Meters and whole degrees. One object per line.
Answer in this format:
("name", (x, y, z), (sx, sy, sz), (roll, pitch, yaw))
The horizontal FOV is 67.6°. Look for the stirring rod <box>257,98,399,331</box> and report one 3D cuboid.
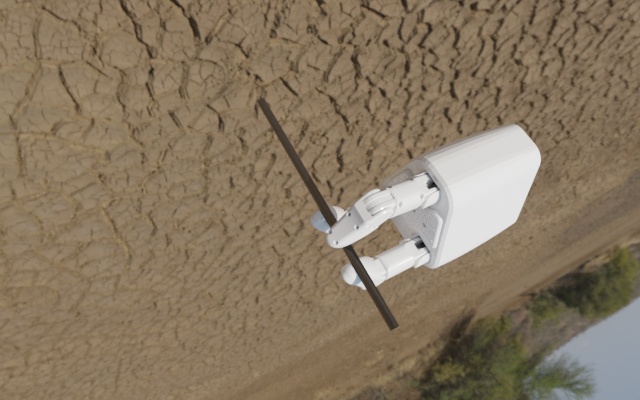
("stirring rod", (0.000, 0.001, 0.409), (0.011, 0.239, 0.011), (-26, -22, -12))
